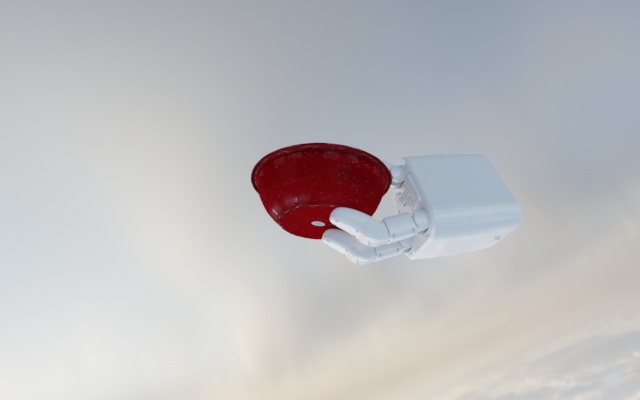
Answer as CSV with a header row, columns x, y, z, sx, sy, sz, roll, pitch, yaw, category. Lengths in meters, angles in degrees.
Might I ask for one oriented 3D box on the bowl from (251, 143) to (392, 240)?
x,y,z,sx,sy,sz,roll,pitch,yaw,category
-0.001,0.002,0.538,0.162,0.055,0.162,1,-27,1,bowl
